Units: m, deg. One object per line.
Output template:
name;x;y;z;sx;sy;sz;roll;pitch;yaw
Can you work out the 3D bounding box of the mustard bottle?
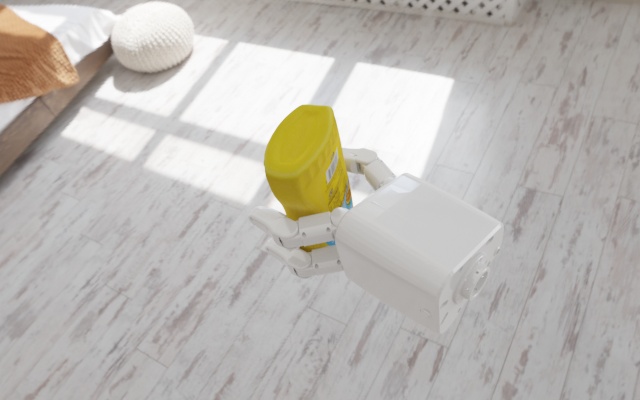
mustard bottle;0.000;0.001;0.494;0.058;0.096;0.192;7;-36;20
